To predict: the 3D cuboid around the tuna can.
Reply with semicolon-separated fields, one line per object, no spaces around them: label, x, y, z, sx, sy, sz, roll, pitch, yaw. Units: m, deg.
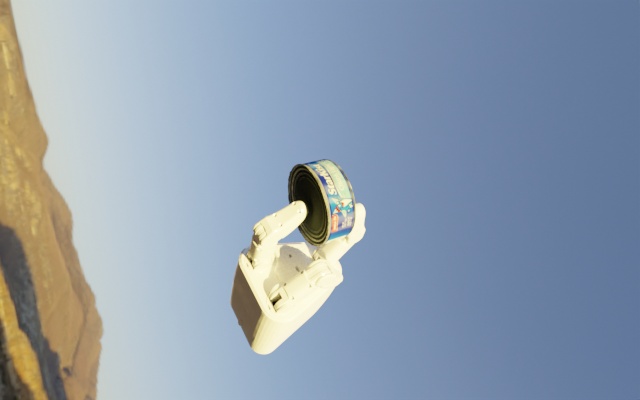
tuna can;0.001;0.001;0.489;0.034;0.086;0.086;-15;7;-26
